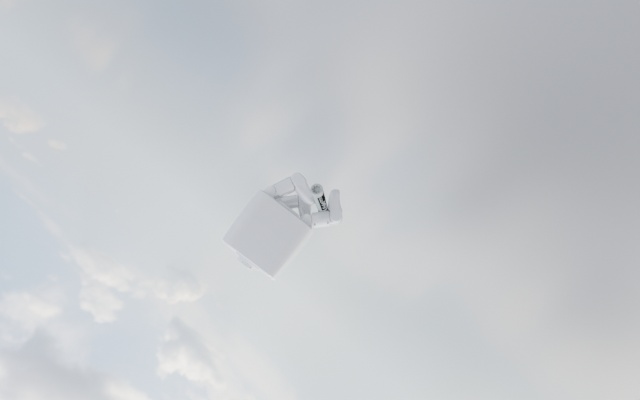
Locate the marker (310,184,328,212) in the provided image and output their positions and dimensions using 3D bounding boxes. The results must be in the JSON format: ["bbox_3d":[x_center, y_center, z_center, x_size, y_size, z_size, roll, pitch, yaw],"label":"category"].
[{"bbox_3d":[0.000,0.002,0.776,0.020,0.020,0.121,0,-19,6],"label":"marker"}]
